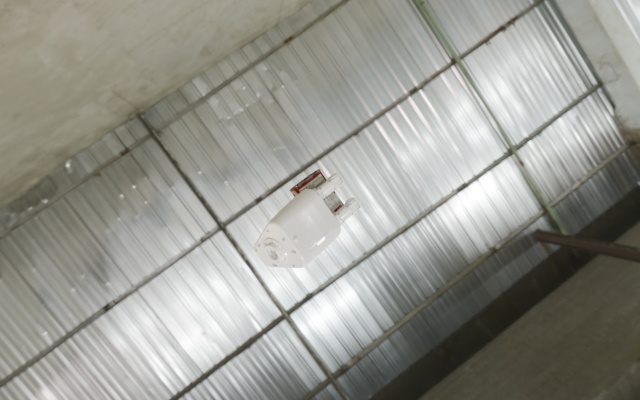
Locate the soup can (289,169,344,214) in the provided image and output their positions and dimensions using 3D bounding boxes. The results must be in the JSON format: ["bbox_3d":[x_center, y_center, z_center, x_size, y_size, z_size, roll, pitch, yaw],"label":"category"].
[{"bbox_3d":[0.001,0.003,0.874,0.068,0.102,0.068,-35,7,5],"label":"soup can"}]
